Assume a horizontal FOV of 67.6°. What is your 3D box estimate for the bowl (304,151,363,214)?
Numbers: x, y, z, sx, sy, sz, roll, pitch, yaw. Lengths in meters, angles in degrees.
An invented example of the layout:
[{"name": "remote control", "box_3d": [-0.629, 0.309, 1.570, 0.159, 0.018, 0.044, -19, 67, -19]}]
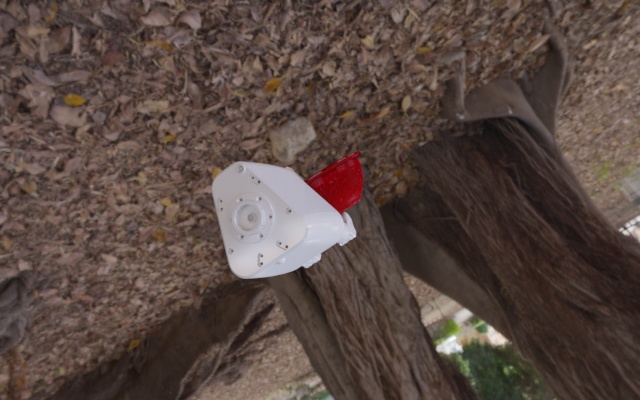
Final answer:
[{"name": "bowl", "box_3d": [0.001, 0.002, 0.635, 0.162, 0.055, 0.162, -34, -3, -2]}]
